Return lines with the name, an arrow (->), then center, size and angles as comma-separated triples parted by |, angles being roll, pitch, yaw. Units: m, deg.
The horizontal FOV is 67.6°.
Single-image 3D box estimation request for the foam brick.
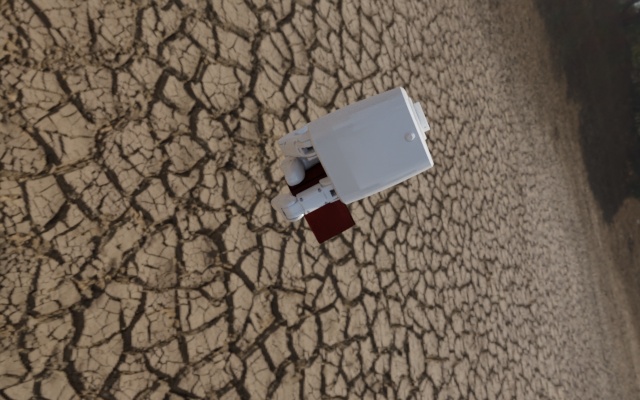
foam brick -> 0.000, 0.002, 0.573 | 0.051, 0.078, 0.053 | -28, 21, -2
